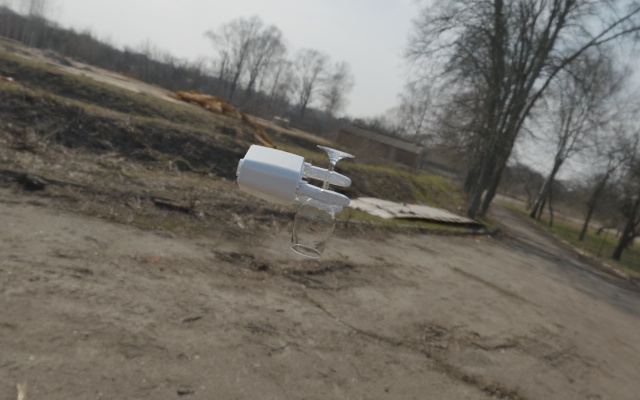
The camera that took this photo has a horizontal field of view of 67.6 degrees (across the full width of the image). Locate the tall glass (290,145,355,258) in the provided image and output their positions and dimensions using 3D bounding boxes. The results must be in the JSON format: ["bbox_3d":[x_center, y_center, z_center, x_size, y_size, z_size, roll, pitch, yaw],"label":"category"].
[{"bbox_3d":[0.000,0.002,0.897,0.079,0.201,0.079,16,8,-2],"label":"tall glass"}]
